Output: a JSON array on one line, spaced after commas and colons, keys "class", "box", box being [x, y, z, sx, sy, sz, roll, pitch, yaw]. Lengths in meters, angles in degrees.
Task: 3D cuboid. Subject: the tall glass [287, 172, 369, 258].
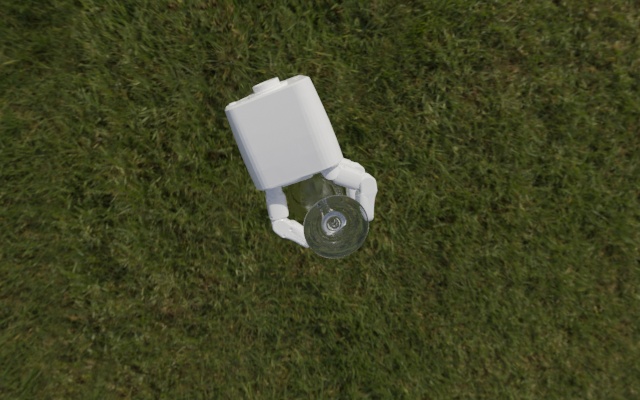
[{"class": "tall glass", "box": [0.000, 0.002, 0.621, 0.079, 0.079, 0.201, 0, 16, -11]}]
